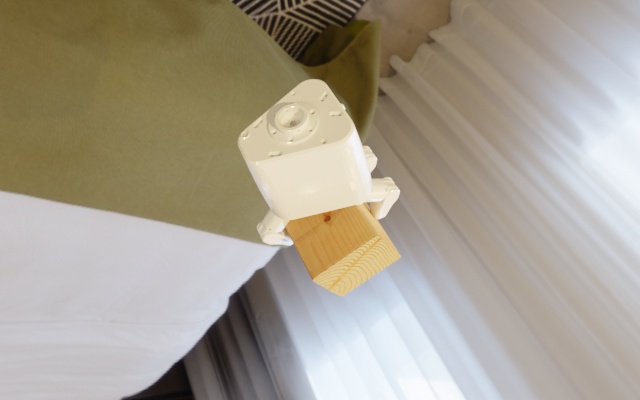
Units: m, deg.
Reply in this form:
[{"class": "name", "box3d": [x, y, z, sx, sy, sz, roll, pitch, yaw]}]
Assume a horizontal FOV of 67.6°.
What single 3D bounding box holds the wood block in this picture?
[{"class": "wood block", "box3d": [0.000, 0.002, 0.596, 0.091, 0.206, 0.090, -35, -33, 9]}]
